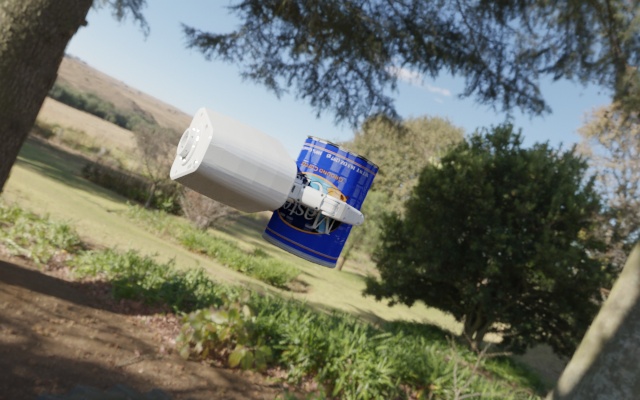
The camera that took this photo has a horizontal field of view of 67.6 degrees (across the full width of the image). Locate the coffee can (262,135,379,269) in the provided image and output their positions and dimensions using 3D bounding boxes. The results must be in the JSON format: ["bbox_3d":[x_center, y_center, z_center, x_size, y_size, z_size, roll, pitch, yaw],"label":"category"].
[{"bbox_3d":[0.000,0.002,0.611,0.103,0.140,0.103,24,0,0],"label":"coffee can"}]
